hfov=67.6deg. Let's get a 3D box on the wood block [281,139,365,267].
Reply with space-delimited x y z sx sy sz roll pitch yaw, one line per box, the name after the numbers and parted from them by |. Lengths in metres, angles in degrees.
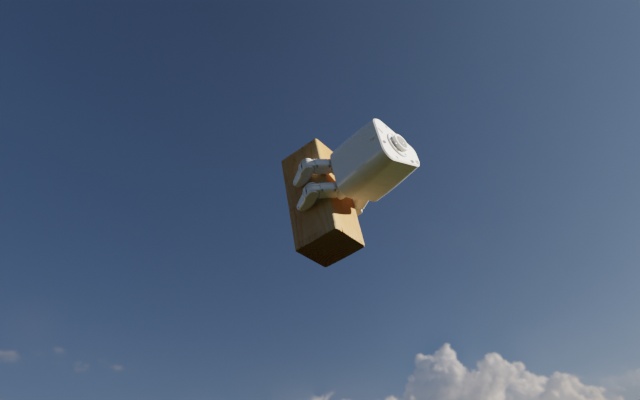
0.001 0.003 0.870 0.090 0.206 0.091 -31 -42 24 | wood block
